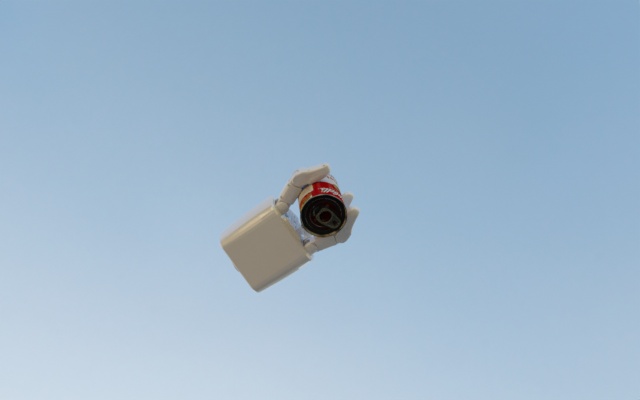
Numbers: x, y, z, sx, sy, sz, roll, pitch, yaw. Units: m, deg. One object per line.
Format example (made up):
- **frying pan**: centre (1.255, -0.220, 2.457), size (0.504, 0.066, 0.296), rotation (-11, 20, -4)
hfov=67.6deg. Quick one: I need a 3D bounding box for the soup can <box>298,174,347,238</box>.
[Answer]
- **soup can**: centre (0.000, 0.002, 0.720), size (0.068, 0.068, 0.102), rotation (0, 24, -6)
